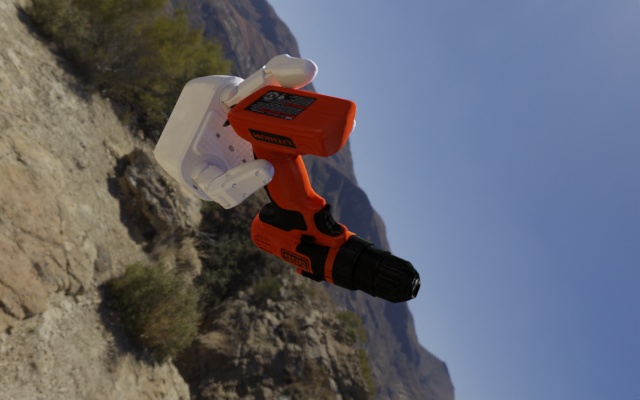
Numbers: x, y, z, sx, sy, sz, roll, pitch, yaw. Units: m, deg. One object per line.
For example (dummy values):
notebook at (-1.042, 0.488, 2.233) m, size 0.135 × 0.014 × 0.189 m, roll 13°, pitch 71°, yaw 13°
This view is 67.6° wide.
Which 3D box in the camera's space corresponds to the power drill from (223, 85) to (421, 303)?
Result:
power drill at (0.000, 0.001, 0.419) m, size 0.184 × 0.188 × 0.057 m, roll 17°, pitch 46°, yaw 29°
